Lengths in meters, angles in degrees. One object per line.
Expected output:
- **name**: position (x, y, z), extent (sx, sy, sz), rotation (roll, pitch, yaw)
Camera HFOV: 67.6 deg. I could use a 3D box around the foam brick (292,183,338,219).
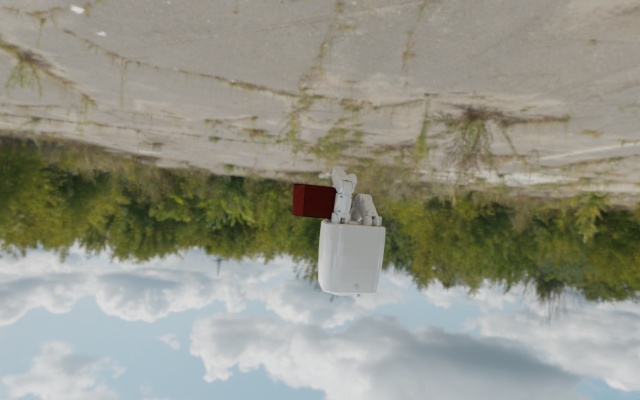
- **foam brick**: position (0.000, 0.002, 0.752), extent (0.078, 0.051, 0.053), rotation (6, 1, -22)
